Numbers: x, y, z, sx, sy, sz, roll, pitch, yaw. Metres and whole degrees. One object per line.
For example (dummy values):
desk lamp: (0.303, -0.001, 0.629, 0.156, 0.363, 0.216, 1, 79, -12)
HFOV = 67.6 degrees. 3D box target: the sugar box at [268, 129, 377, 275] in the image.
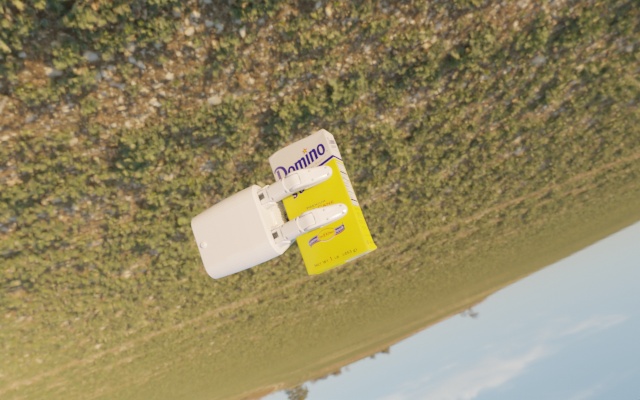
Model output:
sugar box: (0.000, 0.002, 0.648, 0.093, 0.176, 0.048, -25, -11, 17)
